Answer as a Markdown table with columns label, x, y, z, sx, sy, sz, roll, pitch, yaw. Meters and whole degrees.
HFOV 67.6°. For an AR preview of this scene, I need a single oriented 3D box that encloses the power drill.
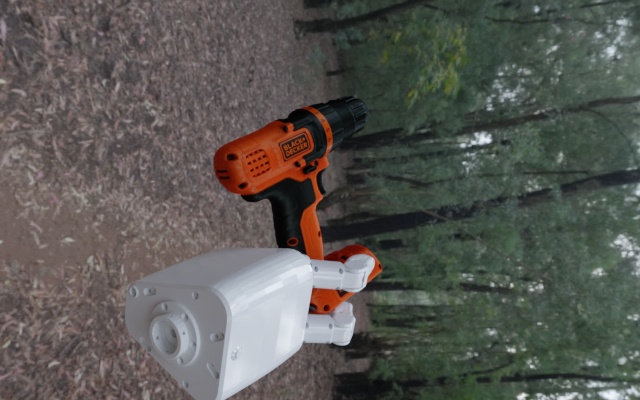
| label | x | y | z | sx | sy | sz | roll | pitch | yaw |
| --- | --- | --- | --- | --- | --- | --- | --- | --- | --- |
| power drill | 0.000 | 0.002 | 0.477 | 0.184 | 0.188 | 0.057 | -30 | 18 | -34 |
